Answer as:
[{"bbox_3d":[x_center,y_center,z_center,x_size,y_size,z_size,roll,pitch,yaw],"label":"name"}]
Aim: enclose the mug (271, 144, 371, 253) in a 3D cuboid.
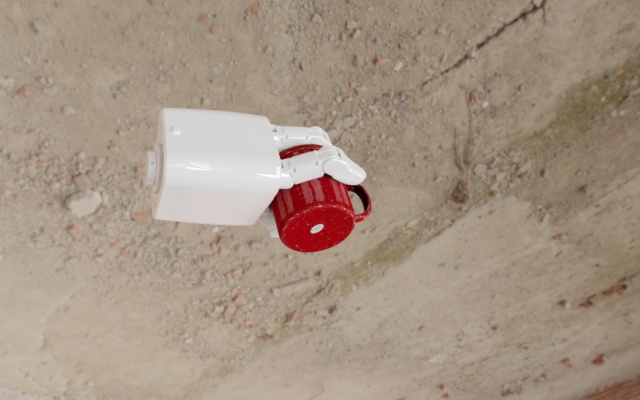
[{"bbox_3d":[0.001,0.002,0.512,0.117,0.081,0.093,3,-43,-23],"label":"mug"}]
